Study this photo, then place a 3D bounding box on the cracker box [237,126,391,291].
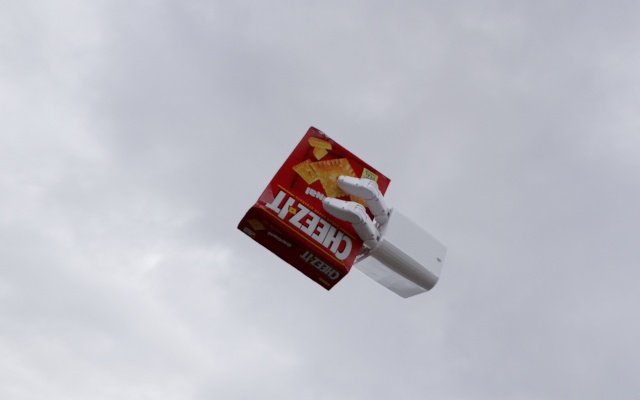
[{"bbox_3d":[0.000,0.002,0.732,0.164,0.213,0.072,35,-43,-4],"label":"cracker box"}]
